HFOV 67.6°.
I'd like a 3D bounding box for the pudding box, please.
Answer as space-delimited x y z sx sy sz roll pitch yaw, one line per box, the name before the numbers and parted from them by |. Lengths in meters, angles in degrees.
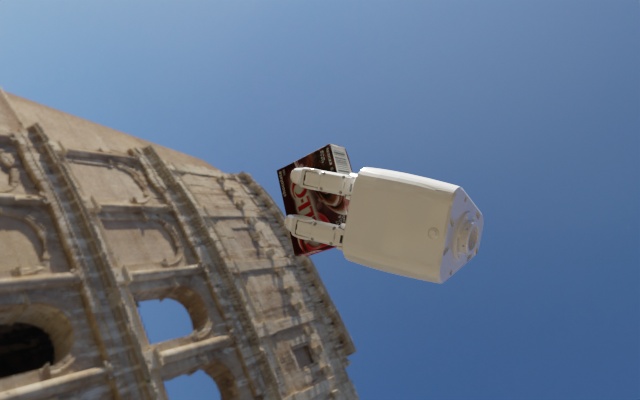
pudding box | 0.000 0.002 0.565 0.090 0.113 0.039 -22 -18 36
